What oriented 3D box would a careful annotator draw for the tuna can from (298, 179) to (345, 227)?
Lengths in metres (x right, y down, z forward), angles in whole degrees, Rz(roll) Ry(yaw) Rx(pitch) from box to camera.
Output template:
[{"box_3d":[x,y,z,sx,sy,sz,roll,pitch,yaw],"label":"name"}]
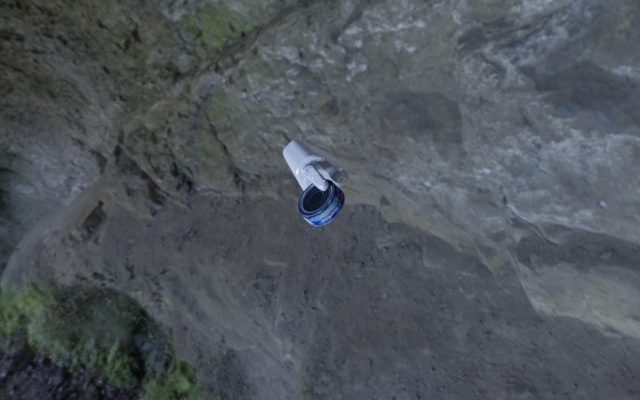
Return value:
[{"box_3d":[0.000,0.003,0.875,0.086,0.086,0.034,0,-33,43],"label":"tuna can"}]
